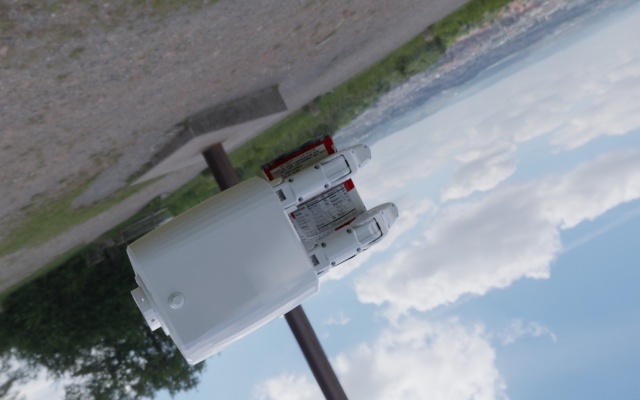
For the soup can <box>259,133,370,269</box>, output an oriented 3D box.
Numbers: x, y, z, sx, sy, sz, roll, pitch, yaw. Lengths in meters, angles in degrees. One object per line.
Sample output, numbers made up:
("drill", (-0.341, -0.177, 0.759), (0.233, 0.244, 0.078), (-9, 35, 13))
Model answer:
("soup can", (0.001, 0.001, 0.417), (0.068, 0.102, 0.068), (-27, 4, 2))
